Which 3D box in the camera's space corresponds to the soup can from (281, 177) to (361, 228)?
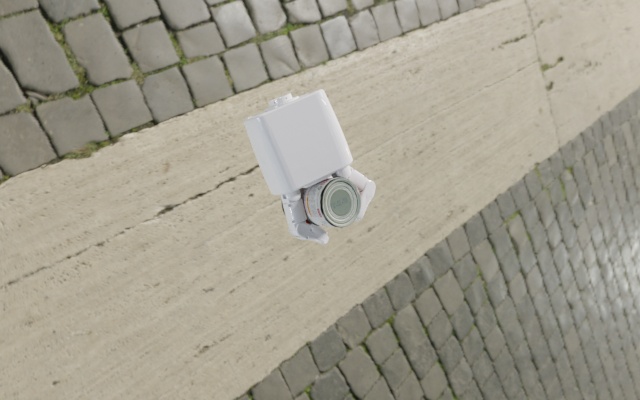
[{"bbox_3d":[0.000,0.003,0.664,0.068,0.068,0.102,0,0,-35],"label":"soup can"}]
